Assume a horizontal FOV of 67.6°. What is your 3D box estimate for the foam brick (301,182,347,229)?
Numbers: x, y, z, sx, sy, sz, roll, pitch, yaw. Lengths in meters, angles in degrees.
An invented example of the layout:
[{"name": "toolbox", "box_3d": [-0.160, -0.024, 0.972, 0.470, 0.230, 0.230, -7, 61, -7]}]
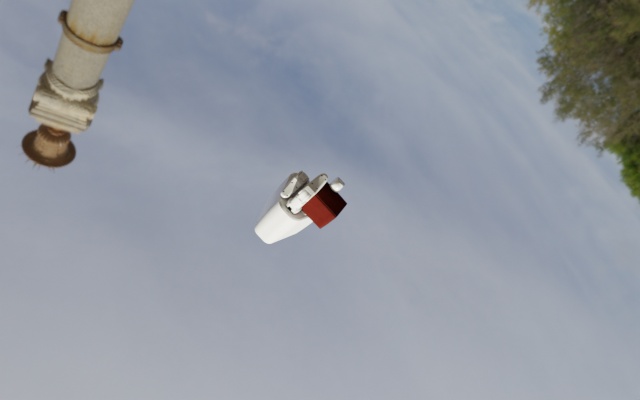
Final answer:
[{"name": "foam brick", "box_3d": [0.000, 0.003, 0.891, 0.051, 0.078, 0.053, -42, 2, 40]}]
